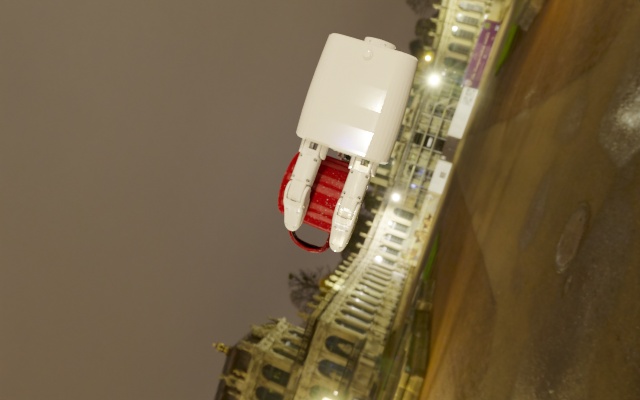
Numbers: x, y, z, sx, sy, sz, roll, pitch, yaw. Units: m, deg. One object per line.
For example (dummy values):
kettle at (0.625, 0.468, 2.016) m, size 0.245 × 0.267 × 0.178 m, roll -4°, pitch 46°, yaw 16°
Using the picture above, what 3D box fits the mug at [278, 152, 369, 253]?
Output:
mug at (-0.001, 0.003, 0.547) m, size 0.081 × 0.117 × 0.093 m, roll 21°, pitch 11°, yaw 12°
